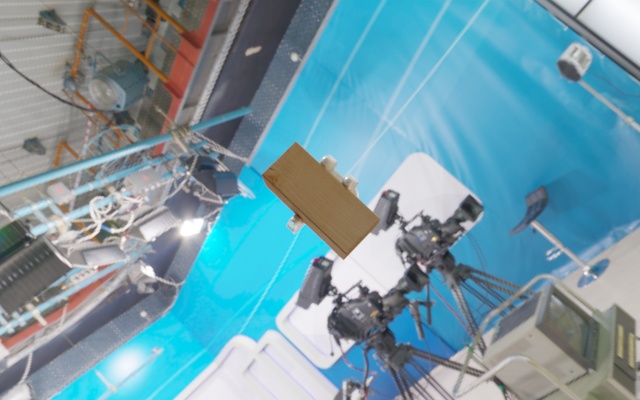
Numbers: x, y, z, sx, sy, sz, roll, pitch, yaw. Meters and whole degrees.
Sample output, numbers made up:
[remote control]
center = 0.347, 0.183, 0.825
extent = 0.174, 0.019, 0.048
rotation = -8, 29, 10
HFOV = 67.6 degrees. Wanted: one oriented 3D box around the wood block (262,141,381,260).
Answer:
[wood block]
center = 0.000, 0.003, 0.874
extent = 0.206, 0.091, 0.090
rotation = 43, -10, 9
